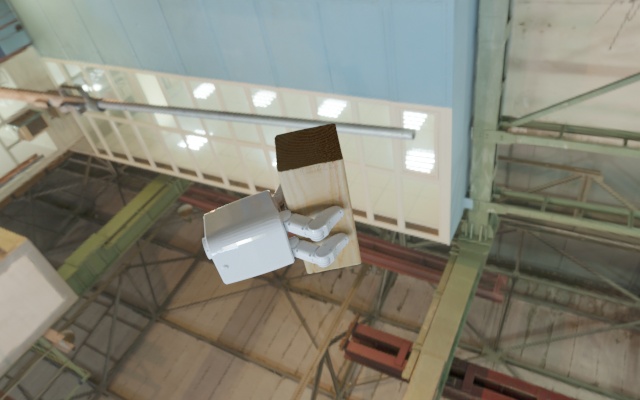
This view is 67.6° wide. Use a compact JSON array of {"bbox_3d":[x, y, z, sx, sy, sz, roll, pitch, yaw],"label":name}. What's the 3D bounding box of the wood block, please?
[{"bbox_3d":[0.000,0.002,0.709,0.090,0.206,0.090,-11,42,2],"label":"wood block"}]
